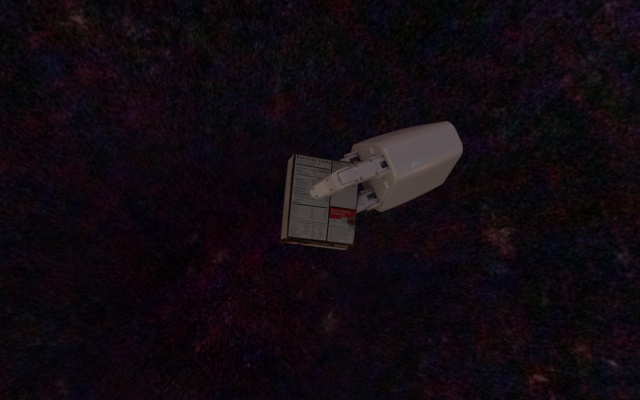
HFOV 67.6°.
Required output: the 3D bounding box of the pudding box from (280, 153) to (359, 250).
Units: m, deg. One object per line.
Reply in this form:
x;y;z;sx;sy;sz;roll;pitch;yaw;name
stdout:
0.000;0.002;0.607;0.090;0.113;0.039;8;-15;-13;pudding box
